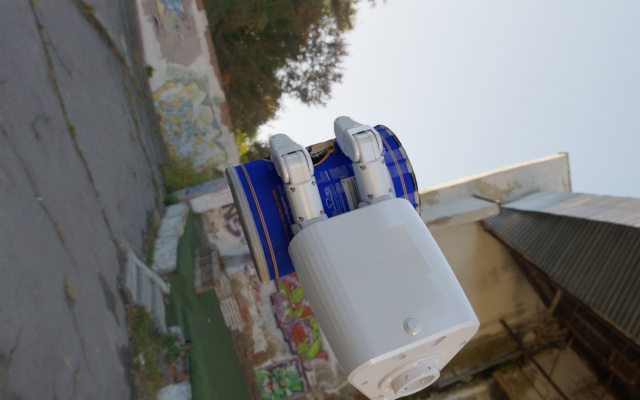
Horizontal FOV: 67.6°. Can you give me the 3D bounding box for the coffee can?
[{"bbox_3d":[0.000,0.001,0.415,0.140,0.103,0.103,-18,3,-11],"label":"coffee can"}]
